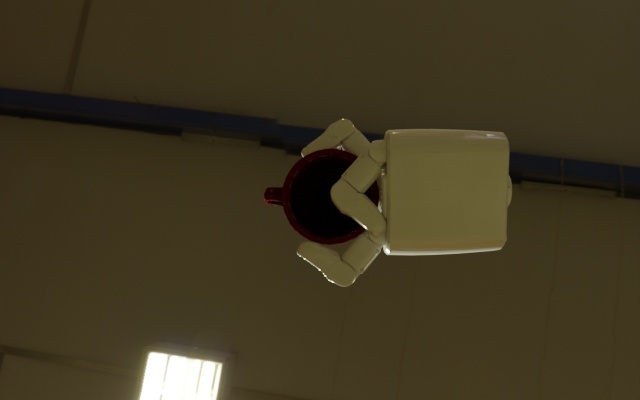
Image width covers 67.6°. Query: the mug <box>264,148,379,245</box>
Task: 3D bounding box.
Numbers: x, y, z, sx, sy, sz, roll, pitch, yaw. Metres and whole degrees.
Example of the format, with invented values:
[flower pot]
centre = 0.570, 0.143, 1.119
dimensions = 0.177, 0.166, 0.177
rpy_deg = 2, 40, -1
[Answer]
[mug]
centre = -0.001, 0.002, 0.493
dimensions = 0.117, 0.093, 0.081
rpy_deg = 2, -9, 5
